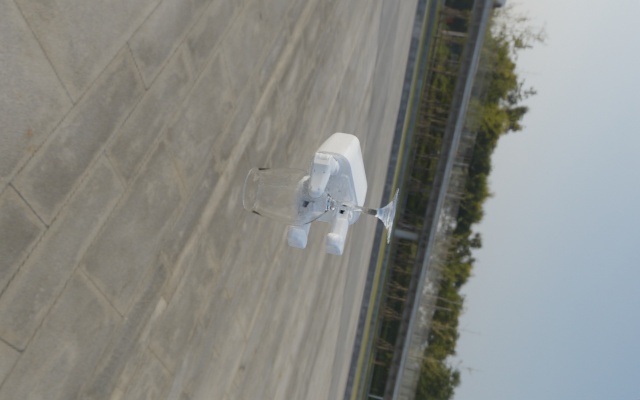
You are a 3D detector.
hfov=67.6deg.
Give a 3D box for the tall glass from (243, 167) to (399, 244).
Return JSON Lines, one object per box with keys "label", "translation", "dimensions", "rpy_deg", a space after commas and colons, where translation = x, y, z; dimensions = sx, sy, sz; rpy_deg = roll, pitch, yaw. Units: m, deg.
{"label": "tall glass", "translation": [0.001, 0.002, 0.644], "dimensions": [0.201, 0.079, 0.079], "rpy_deg": [10, 2, 10]}
